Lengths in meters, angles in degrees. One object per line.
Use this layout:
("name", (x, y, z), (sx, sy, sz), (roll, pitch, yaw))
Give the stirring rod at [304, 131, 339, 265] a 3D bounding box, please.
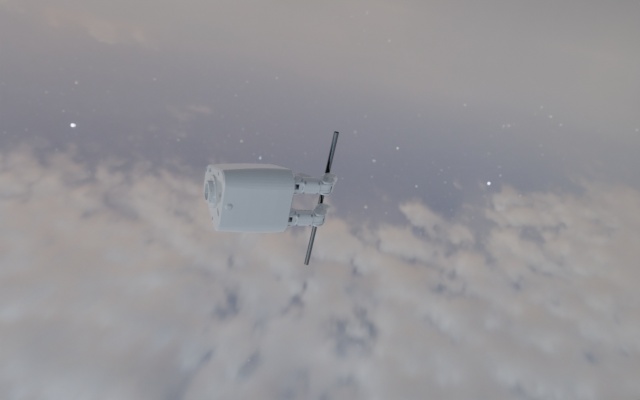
("stirring rod", (0.000, 0.002, 0.783), (0.011, 0.240, 0.011), (11, 23, -5))
